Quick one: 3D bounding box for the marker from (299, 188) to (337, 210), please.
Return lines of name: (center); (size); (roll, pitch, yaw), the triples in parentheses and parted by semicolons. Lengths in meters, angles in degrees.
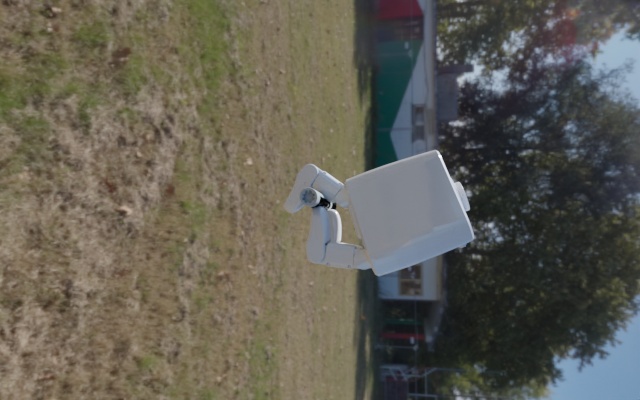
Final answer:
marker: (0.000, 0.002, 0.540); (0.020, 0.020, 0.121); (0, -6, 12)
